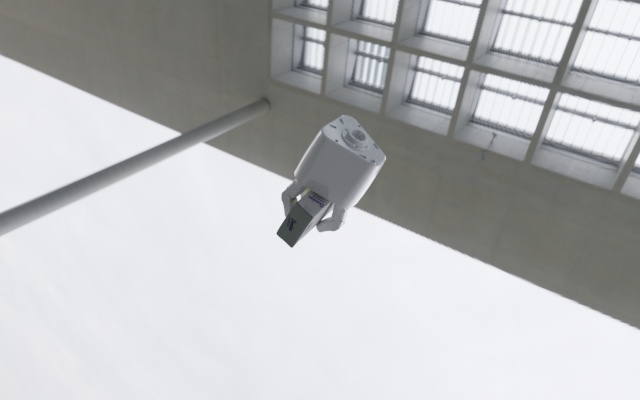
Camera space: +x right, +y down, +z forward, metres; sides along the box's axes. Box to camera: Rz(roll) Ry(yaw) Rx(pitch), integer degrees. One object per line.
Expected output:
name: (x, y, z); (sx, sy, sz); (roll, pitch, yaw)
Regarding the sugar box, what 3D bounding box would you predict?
sugar box: (0.000, 0.002, 0.847); (0.176, 0.048, 0.093); (-38, -13, -47)
